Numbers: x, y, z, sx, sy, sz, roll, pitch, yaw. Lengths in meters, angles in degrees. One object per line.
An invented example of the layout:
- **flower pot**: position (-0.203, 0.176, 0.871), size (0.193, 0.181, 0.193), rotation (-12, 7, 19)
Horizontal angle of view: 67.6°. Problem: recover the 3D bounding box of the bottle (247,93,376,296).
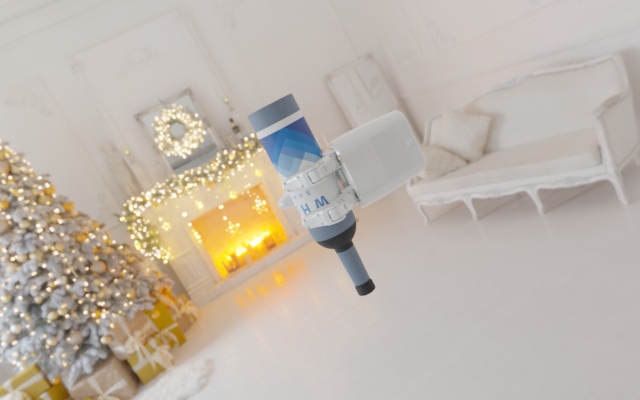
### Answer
- **bottle**: position (0.000, 0.002, 0.655), size (0.069, 0.296, 0.069), rotation (-26, 12, 6)
